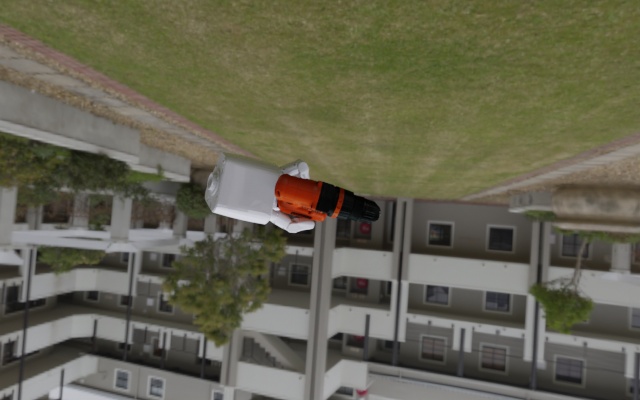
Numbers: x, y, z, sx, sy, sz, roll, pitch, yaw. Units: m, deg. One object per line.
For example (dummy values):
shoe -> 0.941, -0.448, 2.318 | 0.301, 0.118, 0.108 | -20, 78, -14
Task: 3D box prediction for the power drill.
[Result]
power drill -> 0.000, 0.003, 0.864 | 0.184, 0.057, 0.187 | 18, -9, -10
